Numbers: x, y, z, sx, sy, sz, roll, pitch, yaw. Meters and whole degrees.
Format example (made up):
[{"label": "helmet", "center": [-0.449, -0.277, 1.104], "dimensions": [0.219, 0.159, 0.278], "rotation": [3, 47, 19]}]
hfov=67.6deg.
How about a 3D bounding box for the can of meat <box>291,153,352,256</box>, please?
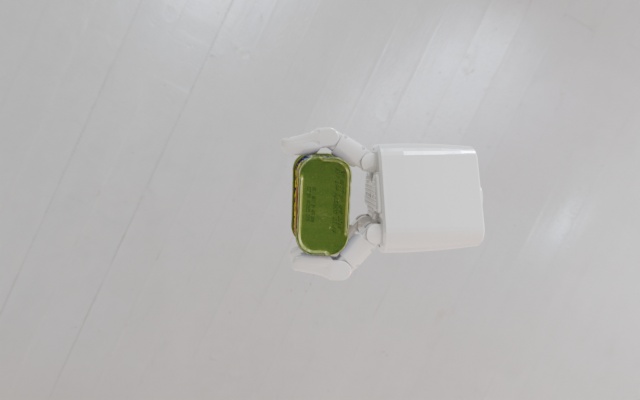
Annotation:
[{"label": "can of meat", "center": [0.000, 0.002, 0.495], "dimensions": [0.057, 0.102, 0.084], "rotation": [2, 6, -5]}]
